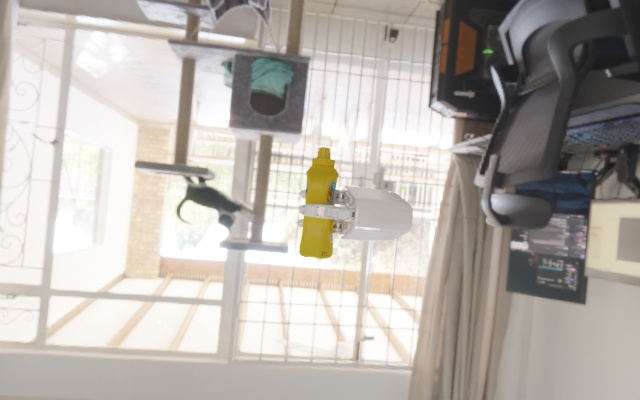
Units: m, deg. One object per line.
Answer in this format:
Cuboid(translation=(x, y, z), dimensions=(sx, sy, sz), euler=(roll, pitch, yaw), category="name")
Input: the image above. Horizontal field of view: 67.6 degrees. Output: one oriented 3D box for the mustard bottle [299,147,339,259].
Cuboid(translation=(0.000, 0.003, 0.834), dimensions=(0.058, 0.191, 0.096), euler=(5, 0, 11), category="mustard bottle")
